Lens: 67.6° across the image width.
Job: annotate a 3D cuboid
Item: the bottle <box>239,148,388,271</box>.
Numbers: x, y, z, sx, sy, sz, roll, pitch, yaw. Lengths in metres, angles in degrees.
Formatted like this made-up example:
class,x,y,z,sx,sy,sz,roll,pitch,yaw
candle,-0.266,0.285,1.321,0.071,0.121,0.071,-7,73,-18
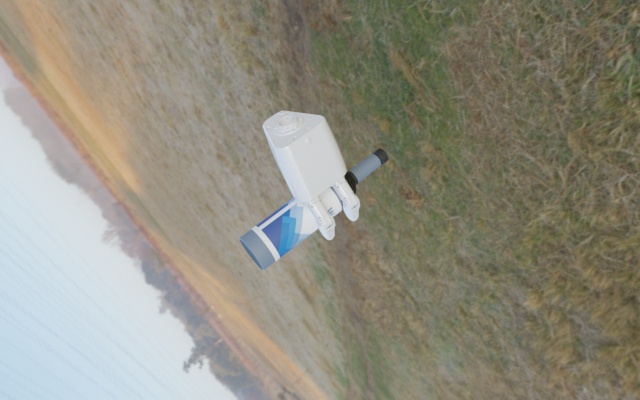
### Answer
class,x,y,z,sx,sy,sz,roll,pitch,yaw
bottle,0.000,0.003,0.816,0.295,0.069,0.069,-37,12,-16
